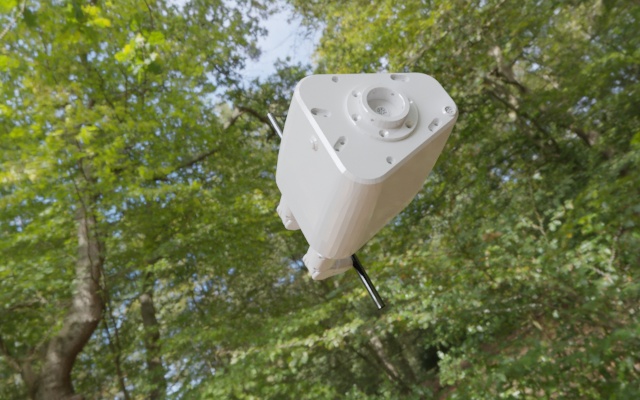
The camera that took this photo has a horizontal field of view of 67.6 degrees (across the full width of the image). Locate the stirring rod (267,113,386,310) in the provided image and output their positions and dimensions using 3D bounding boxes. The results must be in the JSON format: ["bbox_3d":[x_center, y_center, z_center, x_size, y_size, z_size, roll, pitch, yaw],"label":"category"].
[{"bbox_3d":[0.000,0.002,0.480,0.011,0.239,0.011,-25,-23,-12],"label":"stirring rod"}]
